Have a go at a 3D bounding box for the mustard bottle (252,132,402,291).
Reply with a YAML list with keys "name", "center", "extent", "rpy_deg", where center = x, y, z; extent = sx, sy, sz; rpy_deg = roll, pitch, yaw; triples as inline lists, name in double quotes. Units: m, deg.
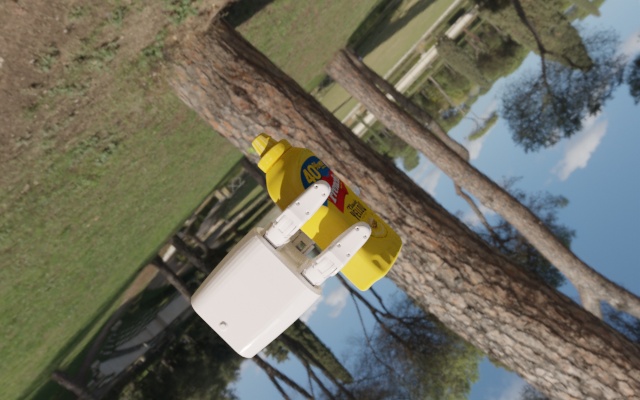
- name: "mustard bottle"
  center: [0.000, 0.002, 0.508]
  extent: [0.058, 0.191, 0.096]
  rpy_deg: [-45, 1, 29]
